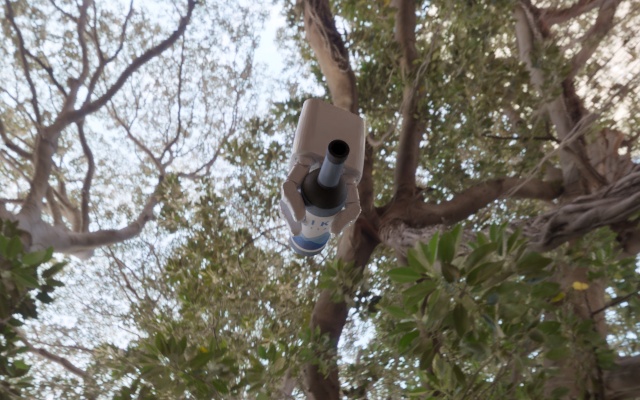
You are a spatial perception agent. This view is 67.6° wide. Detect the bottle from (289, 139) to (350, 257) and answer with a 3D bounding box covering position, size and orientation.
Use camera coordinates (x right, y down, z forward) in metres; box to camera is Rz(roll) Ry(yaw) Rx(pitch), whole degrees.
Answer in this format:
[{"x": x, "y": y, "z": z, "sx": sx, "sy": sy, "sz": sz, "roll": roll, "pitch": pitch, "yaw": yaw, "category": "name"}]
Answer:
[{"x": 0.000, "y": 0.003, "z": 0.707, "sx": 0.069, "sy": 0.069, "sz": 0.296, "roll": 0, "pitch": -26, "yaw": -10, "category": "bottle"}]
